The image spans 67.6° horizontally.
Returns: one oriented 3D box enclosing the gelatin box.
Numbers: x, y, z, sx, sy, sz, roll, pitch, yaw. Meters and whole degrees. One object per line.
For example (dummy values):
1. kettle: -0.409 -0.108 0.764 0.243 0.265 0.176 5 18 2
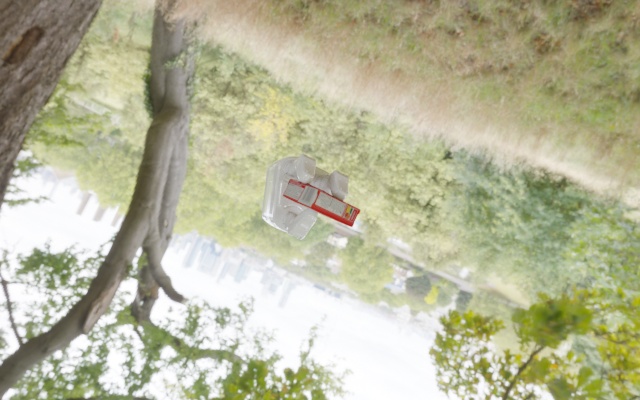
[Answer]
1. gelatin box: 0.000 0.003 0.651 0.073 0.030 0.089 26 -2 -31
